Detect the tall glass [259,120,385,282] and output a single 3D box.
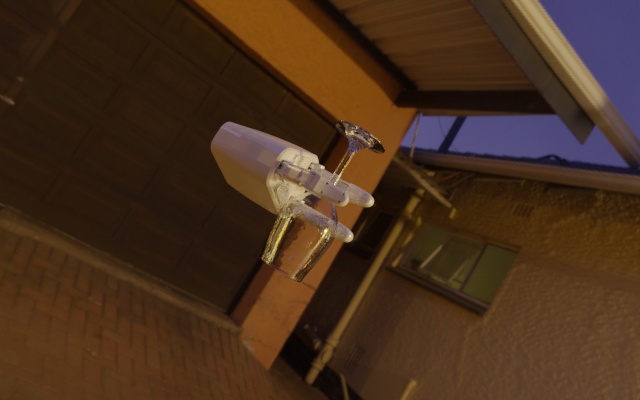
[{"bbox_3d":[0.001,0.001,0.606,0.079,0.201,0.079,31,-7,4],"label":"tall glass"}]
